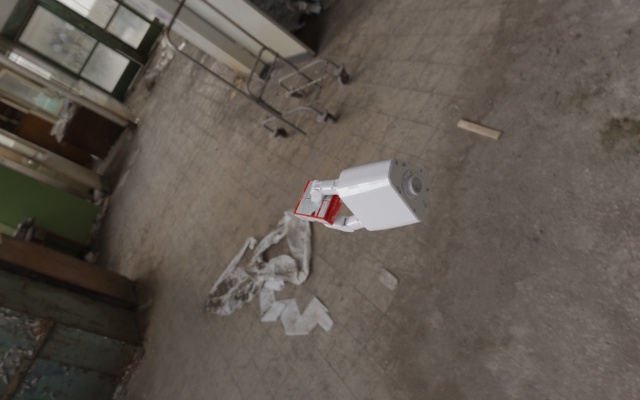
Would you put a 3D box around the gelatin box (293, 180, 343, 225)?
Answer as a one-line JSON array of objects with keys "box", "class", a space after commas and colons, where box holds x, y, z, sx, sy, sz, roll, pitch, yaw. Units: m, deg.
[{"box": [0.000, 0.003, 0.873, 0.089, 0.073, 0.030, 7, -21, 48], "class": "gelatin box"}]
